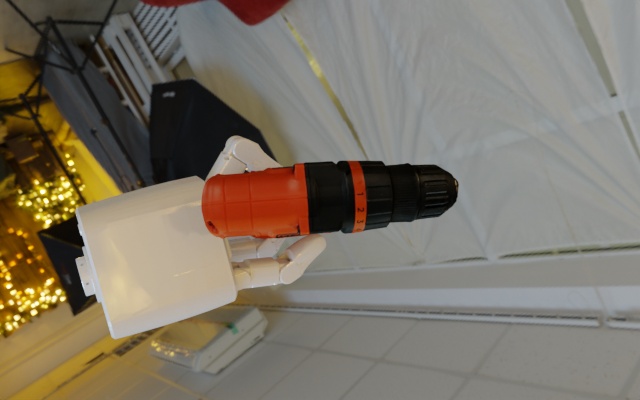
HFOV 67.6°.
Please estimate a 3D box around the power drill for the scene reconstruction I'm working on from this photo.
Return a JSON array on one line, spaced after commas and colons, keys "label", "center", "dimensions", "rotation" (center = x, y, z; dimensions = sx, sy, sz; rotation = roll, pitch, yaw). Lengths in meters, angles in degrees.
[{"label": "power drill", "center": [0.000, 0.001, 0.409], "dimensions": [0.184, 0.057, 0.187], "rotation": [-2, -5, -8]}]
